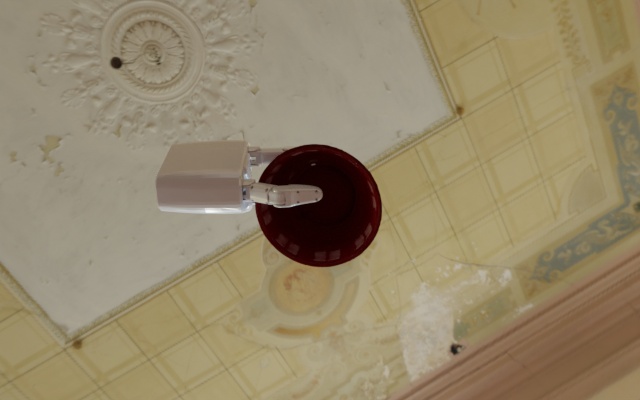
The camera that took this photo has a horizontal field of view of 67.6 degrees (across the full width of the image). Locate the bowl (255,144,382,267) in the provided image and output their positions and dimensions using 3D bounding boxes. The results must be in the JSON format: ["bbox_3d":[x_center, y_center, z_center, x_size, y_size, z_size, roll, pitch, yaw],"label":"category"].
[{"bbox_3d":[0.001,0.002,0.617,0.162,0.162,0.055,0,18,11],"label":"bowl"}]
